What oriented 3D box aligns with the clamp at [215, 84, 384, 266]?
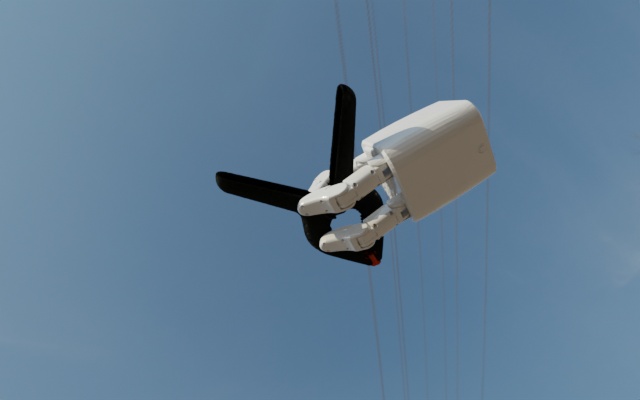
[{"bbox_3d":[0.000,0.002,0.521,0.164,0.210,0.036,-28,30,2],"label":"clamp"}]
